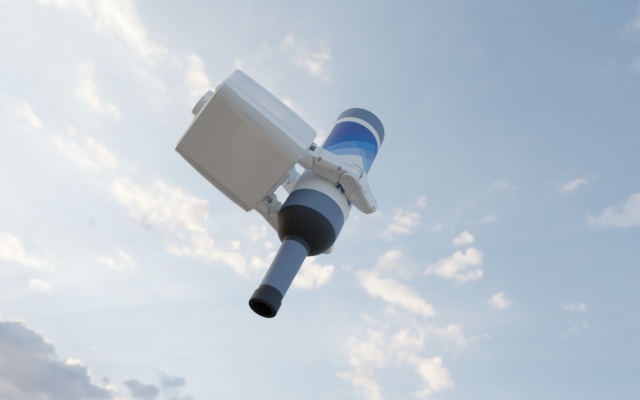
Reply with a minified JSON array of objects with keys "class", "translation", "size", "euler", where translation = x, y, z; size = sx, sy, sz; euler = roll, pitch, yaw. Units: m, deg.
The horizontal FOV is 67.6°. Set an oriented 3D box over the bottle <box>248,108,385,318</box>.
[{"class":"bottle","translation":[0.000,0.002,0.518],"size":[0.069,0.069,0.295],"euler":[0,39,27]}]
